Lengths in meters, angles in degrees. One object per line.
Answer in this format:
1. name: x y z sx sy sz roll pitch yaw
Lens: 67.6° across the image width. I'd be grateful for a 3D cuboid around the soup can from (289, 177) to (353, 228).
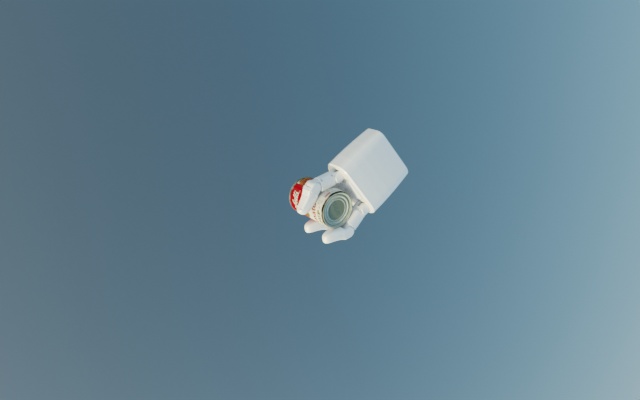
1. soup can: 0.000 0.003 0.848 0.068 0.068 0.102 0 16 -38
